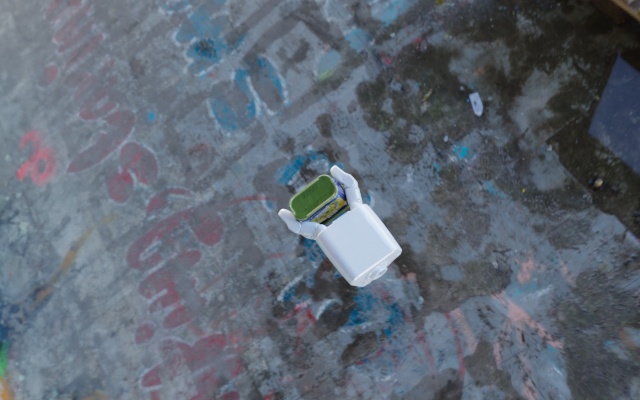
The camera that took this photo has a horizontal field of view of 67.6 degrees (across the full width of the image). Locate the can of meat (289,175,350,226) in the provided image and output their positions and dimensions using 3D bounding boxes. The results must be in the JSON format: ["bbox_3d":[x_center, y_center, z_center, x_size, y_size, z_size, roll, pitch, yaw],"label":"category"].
[{"bbox_3d":[0.000,0.003,0.896,0.102,0.057,0.084,-38,-22,10],"label":"can of meat"}]
